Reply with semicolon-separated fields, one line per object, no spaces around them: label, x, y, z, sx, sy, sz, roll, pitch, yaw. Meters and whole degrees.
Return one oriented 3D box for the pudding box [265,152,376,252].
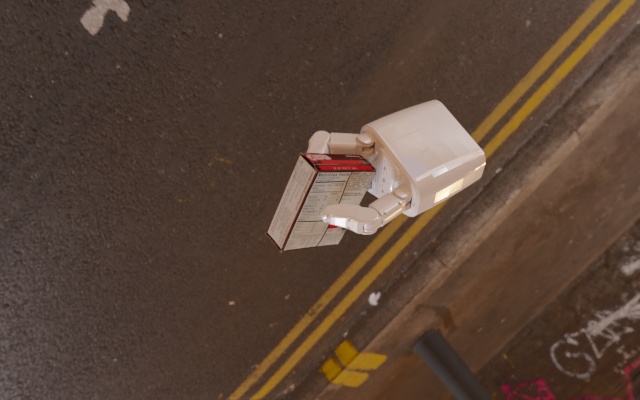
pudding box;0.000;0.002;0.531;0.090;0.113;0.039;-2;37;-41
